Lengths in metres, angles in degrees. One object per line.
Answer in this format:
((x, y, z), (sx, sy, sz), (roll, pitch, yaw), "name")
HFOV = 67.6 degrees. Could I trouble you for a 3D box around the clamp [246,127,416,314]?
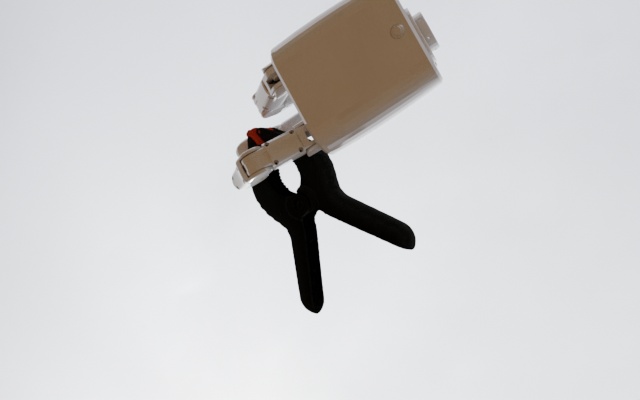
((0.000, 0.001, 0.412), (0.120, 0.171, 0.039), (-29, -3, 19), "clamp")
